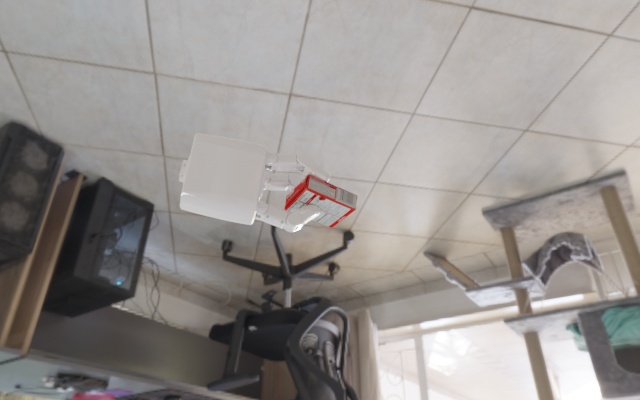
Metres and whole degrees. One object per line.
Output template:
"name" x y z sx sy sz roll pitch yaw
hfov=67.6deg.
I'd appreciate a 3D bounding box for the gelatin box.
"gelatin box" 0.000 0.003 0.731 0.089 0.030 0.073 23 -36 -20
